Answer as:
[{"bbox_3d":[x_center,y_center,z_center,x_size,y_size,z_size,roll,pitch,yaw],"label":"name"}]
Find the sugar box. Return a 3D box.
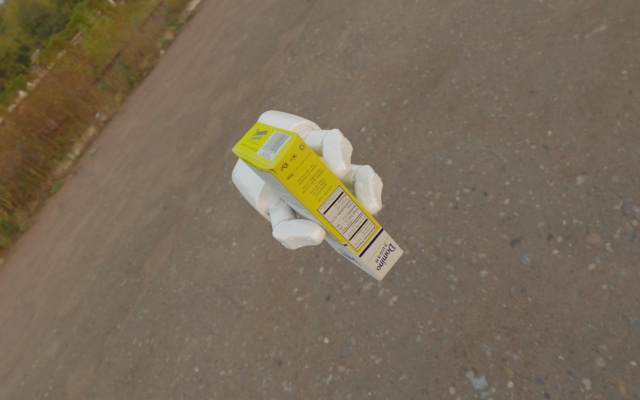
[{"bbox_3d":[0.000,0.001,0.470,0.176,0.048,0.093,43,-8,-32],"label":"sugar box"}]
